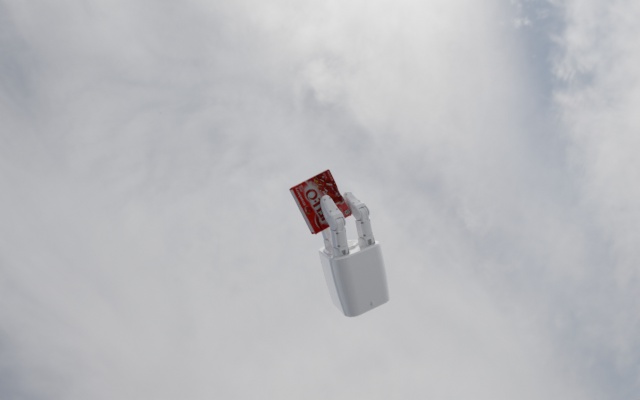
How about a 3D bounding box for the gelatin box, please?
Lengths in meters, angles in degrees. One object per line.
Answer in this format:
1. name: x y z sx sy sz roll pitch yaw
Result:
1. gelatin box: 0.000 0.002 0.806 0.073 0.089 0.030 -28 4 -15
